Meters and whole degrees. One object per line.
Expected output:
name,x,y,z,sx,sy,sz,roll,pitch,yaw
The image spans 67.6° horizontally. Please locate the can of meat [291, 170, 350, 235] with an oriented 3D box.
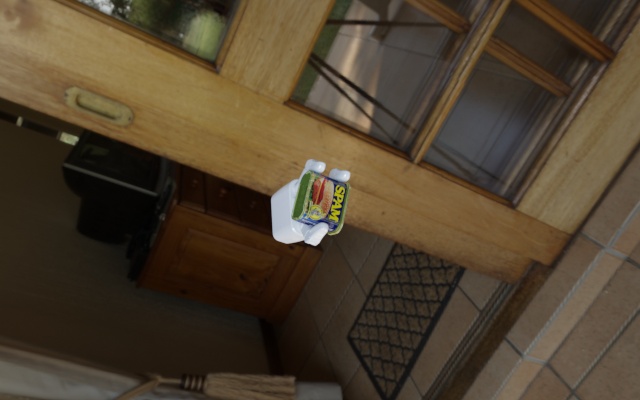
can of meat,0.000,0.003,0.891,0.084,0.102,0.057,21,-19,-23
